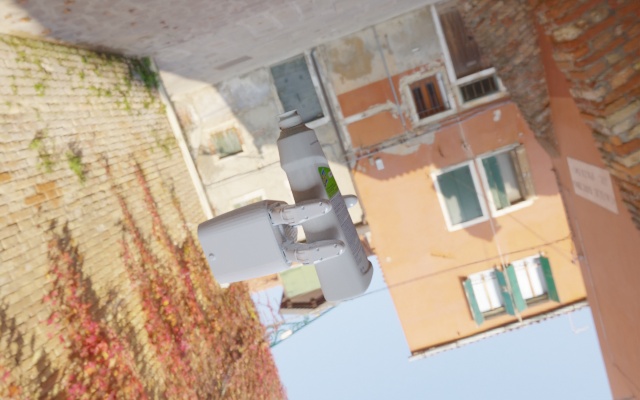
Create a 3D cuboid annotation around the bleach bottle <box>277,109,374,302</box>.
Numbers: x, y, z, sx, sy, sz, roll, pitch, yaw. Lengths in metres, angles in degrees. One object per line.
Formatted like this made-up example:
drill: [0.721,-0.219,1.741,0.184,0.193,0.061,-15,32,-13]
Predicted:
bleach bottle: [0.000,0.002,0.636,0.068,0.251,0.102,-17,11,15]
